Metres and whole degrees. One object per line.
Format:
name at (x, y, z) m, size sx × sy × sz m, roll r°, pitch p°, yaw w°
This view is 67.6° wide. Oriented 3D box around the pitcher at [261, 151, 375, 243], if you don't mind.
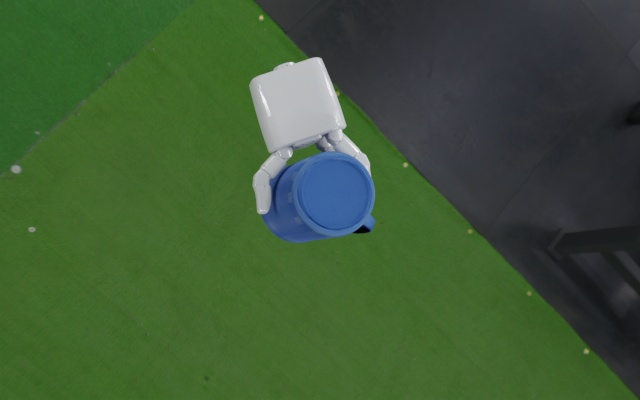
pitcher at (0.000, 0.002, 0.703) m, size 0.149 × 0.145 × 0.243 m, roll -20°, pitch 2°, yaw -14°
